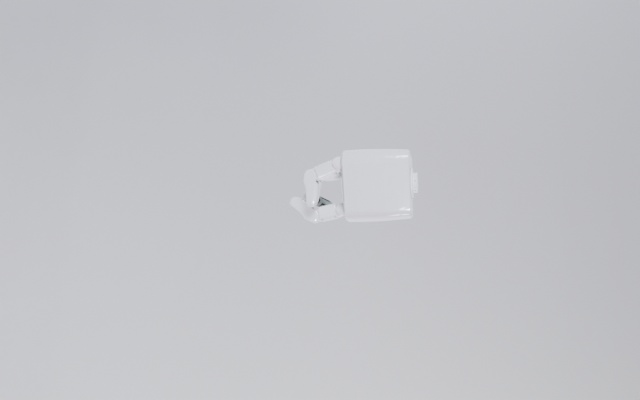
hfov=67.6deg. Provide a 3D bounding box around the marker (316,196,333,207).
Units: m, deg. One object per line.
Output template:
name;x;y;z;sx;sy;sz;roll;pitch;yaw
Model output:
marker;0.000;0.003;0.839;0.020;0.020;0.121;0;-7;15
